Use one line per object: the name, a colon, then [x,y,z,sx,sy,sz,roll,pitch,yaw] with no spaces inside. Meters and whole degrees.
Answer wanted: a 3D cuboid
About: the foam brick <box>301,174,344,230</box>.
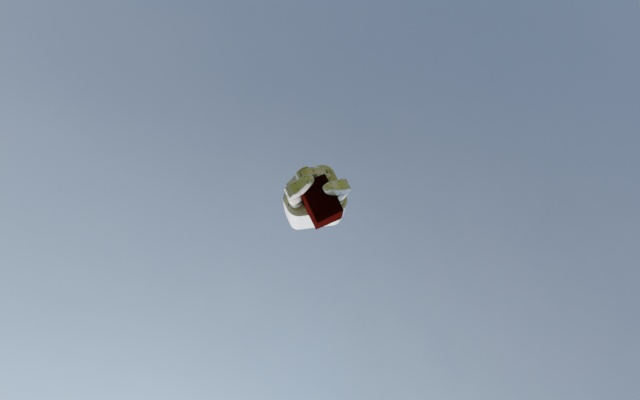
foam brick: [0.000,0.003,0.842,0.053,0.078,0.051,-23,-17,-10]
